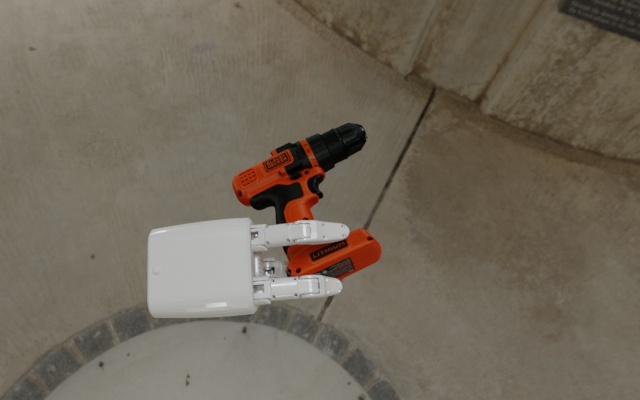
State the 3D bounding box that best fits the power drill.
[{"bbox_3d":[0.000,0.002,0.573,0.184,0.187,0.057,-27,-36,0],"label":"power drill"}]
